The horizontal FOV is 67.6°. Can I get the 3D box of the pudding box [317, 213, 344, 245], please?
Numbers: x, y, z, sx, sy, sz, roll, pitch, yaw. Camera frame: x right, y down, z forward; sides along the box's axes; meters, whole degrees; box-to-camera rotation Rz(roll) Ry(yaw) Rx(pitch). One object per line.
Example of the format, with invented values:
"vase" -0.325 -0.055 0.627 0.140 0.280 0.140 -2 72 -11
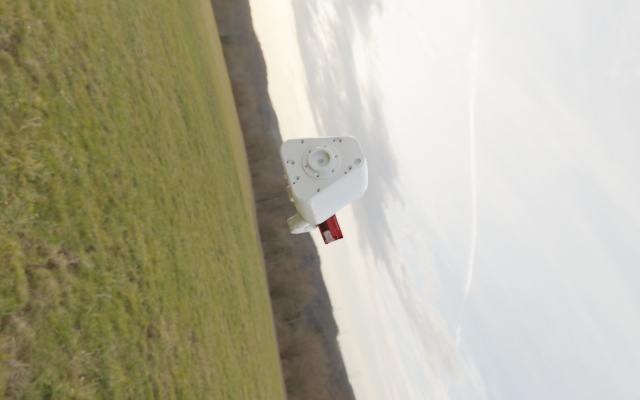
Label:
"pudding box" 0.000 0.003 0.793 0.039 0.090 0.113 -17 44 1
